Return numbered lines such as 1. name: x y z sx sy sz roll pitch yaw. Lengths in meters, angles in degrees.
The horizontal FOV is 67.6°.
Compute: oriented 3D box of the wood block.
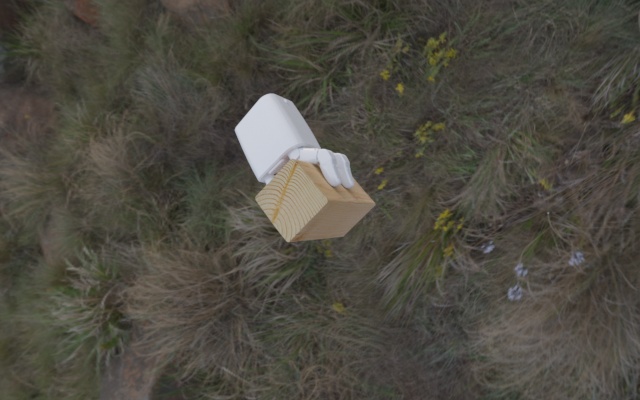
1. wood block: 0.000 0.002 0.781 0.091 0.090 0.206 -45 -19 18
